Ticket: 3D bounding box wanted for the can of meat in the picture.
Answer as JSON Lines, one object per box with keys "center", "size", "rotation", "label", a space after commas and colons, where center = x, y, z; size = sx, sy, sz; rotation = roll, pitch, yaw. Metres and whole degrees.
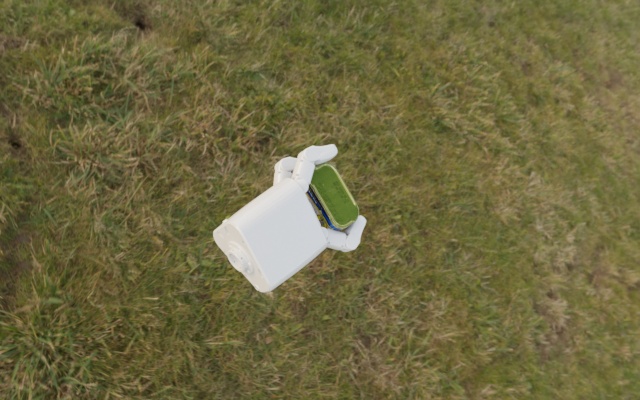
{"center": [0.000, 0.002, 0.701], "size": [0.057, 0.102, 0.084], "rotation": [-33, 3, -33], "label": "can of meat"}
